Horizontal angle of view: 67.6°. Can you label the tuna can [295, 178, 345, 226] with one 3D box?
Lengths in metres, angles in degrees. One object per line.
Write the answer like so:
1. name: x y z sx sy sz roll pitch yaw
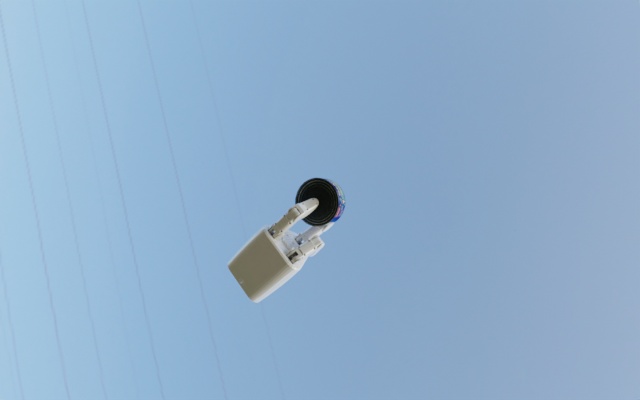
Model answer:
1. tuna can: 0.000 0.003 0.848 0.086 0.086 0.034 0 0 26
